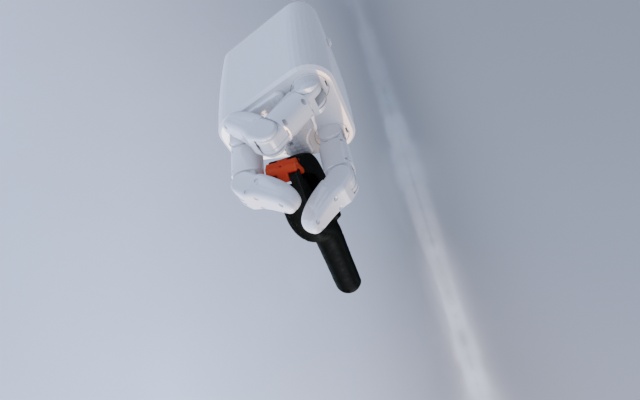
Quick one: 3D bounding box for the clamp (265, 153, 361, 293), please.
[{"bbox_3d":[-0.001,0.002,0.449,0.039,0.120,0.172,-17,-40,12],"label":"clamp"}]
